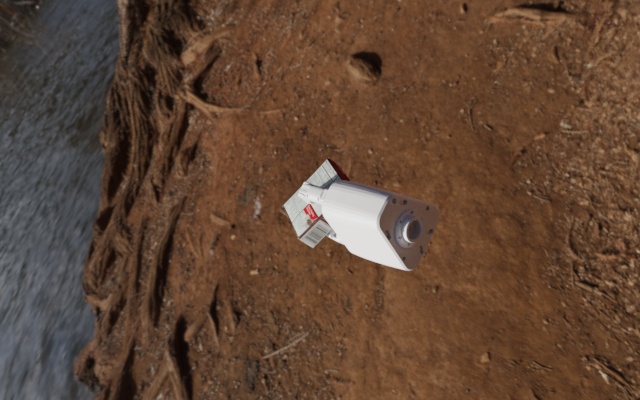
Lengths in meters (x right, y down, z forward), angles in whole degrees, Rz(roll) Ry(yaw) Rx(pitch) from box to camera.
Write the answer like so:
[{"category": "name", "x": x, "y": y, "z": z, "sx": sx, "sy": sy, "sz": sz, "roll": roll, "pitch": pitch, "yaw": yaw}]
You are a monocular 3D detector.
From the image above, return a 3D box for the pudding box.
[{"category": "pudding box", "x": 0.000, "y": 0.002, "z": 0.739, "sx": 0.039, "sy": 0.113, "sz": 0.090, "roll": 35, "pitch": 16, "yaw": -38}]
